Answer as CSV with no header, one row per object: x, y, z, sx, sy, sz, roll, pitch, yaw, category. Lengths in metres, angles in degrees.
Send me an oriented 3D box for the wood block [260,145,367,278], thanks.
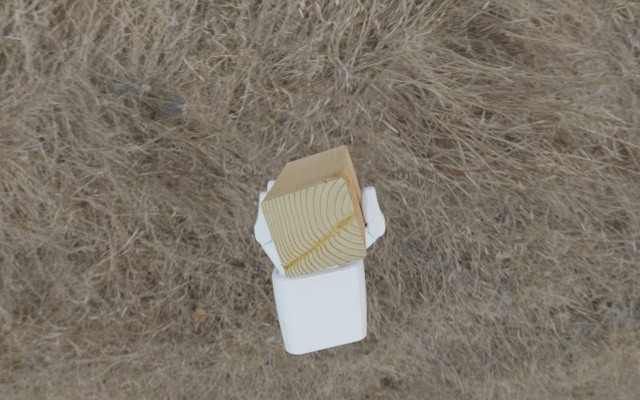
0.000,0.002,0.580,0.091,0.090,0.206,-16,14,8,wood block
